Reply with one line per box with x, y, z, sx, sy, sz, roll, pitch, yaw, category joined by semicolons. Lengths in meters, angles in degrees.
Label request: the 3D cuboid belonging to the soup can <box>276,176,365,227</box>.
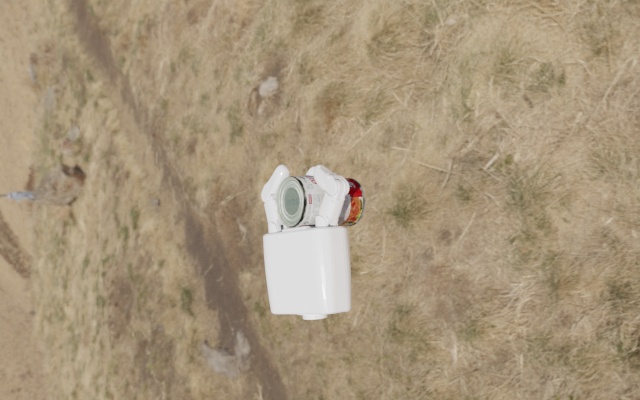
0.000;0.002;0.642;0.102;0.068;0.068;0;0;-37;soup can
